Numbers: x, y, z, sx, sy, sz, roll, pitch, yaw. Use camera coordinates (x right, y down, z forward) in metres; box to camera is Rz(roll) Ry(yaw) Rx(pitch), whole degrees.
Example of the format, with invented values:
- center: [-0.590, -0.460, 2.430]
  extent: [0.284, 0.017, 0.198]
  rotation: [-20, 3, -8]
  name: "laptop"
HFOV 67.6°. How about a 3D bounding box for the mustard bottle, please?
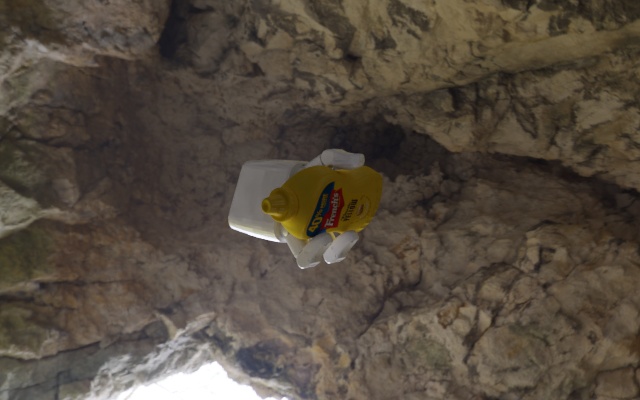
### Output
- center: [0.001, 0.002, 0.611]
  extent: [0.058, 0.096, 0.191]
  rotation: [37, 25, 34]
  name: "mustard bottle"
